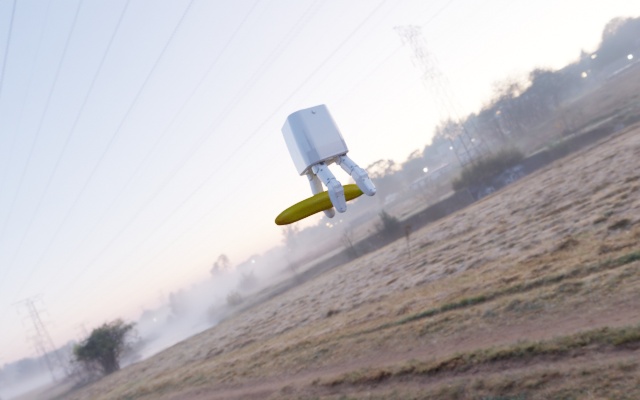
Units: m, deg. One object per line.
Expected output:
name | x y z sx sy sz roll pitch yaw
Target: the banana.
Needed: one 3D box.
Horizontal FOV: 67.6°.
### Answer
banana | 0.000 0.004 0.915 0.198 0.037 0.069 -21 -2 -11
